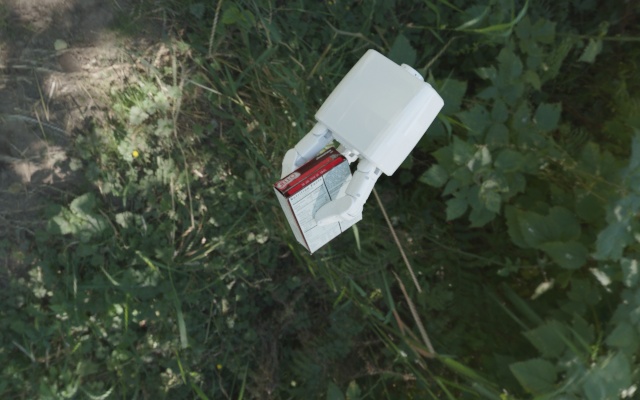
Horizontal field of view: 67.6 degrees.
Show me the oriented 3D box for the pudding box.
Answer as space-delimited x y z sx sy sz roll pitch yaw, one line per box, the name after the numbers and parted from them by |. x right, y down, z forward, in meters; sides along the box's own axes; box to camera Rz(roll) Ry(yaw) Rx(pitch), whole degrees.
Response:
0.000 0.002 0.594 0.090 0.114 0.039 -33 45 -14 | pudding box
